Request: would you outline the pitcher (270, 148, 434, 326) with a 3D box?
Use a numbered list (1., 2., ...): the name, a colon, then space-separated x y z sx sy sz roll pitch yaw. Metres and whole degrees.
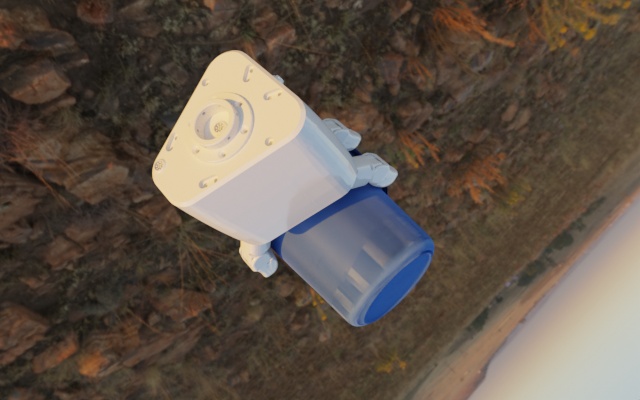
1. pitcher: 0.000 0.002 0.491 0.242 0.149 0.145 43 0 27
